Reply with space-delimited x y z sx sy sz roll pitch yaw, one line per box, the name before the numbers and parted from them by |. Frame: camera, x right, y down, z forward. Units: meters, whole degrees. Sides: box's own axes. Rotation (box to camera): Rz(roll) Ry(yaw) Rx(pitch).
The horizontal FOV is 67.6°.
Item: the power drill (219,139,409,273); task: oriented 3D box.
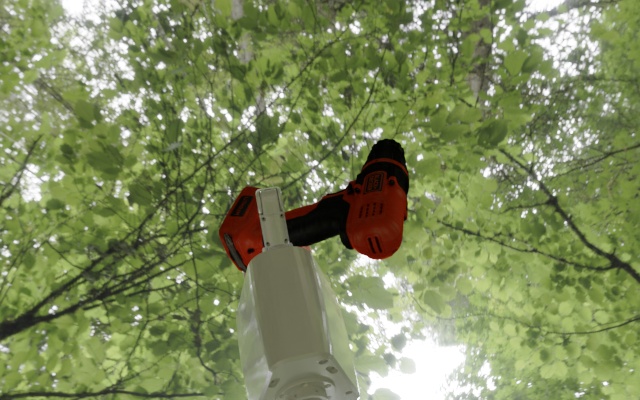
power drill | 0.000 0.002 0.500 0.187 0.057 0.184 -14 27 20
